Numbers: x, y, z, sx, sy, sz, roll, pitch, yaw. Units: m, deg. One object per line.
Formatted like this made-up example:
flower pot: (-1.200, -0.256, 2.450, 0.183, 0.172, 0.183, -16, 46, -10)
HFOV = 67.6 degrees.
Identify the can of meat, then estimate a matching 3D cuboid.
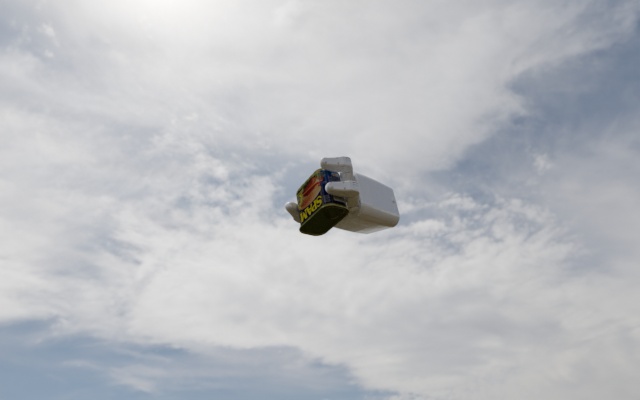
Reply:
can of meat: (0.000, 0.003, 0.865, 0.057, 0.084, 0.102, 14, -40, -32)
